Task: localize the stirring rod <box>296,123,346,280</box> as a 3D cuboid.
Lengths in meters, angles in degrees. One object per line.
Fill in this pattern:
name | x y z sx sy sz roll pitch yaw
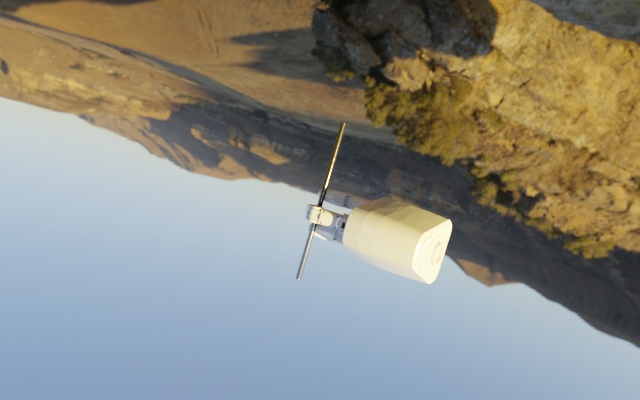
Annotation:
stirring rod | 0.000 0.002 0.707 0.011 0.239 0.011 16 4 -1
